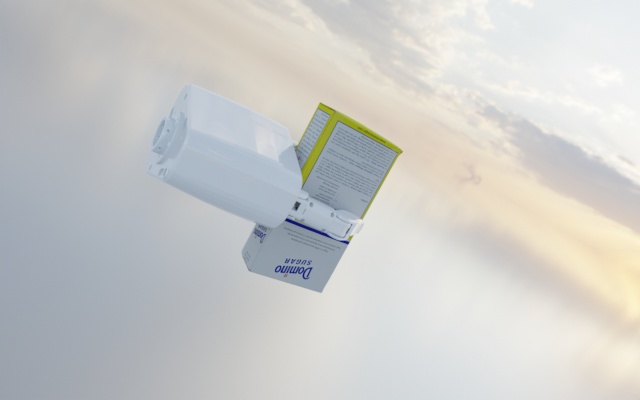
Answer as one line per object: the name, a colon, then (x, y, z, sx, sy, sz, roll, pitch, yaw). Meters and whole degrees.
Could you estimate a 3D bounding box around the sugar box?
sugar box: (0.000, 0.001, 0.486, 0.093, 0.176, 0.048, 24, 13, -30)
